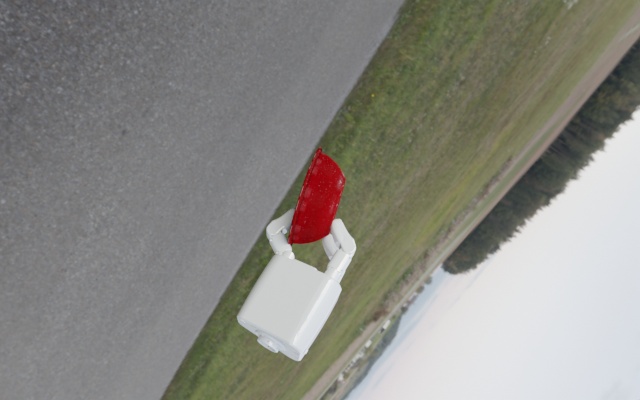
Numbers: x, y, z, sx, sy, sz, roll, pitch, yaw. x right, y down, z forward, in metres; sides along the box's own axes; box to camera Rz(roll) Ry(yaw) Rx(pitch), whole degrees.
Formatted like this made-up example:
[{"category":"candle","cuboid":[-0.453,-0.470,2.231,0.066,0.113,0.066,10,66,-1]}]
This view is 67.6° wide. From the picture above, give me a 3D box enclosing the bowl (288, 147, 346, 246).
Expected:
[{"category":"bowl","cuboid":[0.001,0.001,0.736,0.055,0.162,0.162,17,1,3]}]
